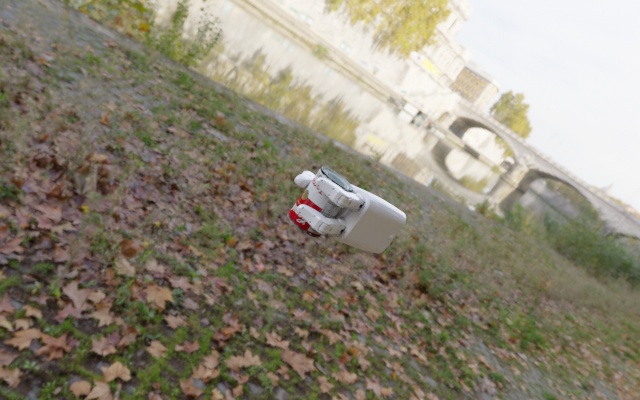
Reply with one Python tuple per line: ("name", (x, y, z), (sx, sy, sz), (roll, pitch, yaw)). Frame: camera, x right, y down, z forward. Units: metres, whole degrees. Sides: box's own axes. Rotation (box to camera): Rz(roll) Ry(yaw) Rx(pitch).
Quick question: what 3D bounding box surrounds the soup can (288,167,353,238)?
("soup can", (0.000, 0.002, 0.807), (0.068, 0.102, 0.068), (33, 16, -11))
